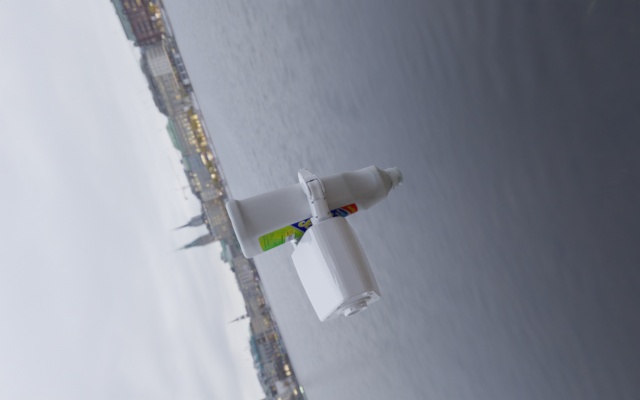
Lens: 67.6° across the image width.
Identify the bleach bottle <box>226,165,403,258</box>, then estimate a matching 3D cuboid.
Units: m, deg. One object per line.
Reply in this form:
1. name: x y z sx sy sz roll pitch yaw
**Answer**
1. bleach bottle: 0.000 0.002 0.676 0.251 0.068 0.103 -20 -22 -10
